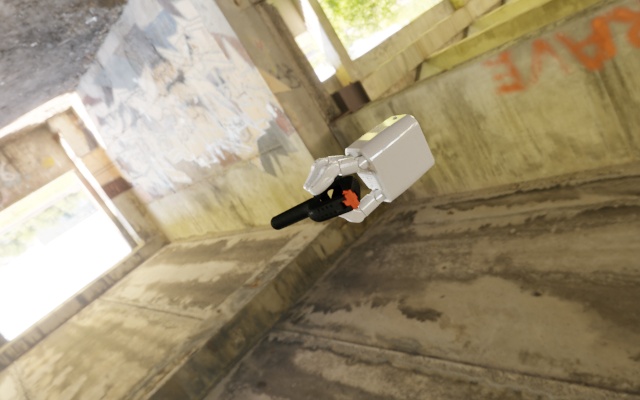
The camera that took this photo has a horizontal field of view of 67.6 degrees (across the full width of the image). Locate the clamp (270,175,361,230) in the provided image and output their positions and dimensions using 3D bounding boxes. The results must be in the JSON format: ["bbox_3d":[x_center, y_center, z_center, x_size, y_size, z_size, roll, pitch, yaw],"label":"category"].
[{"bbox_3d":[0.001,0.003,0.773,0.164,0.036,0.210,-41,15,-9],"label":"clamp"}]
